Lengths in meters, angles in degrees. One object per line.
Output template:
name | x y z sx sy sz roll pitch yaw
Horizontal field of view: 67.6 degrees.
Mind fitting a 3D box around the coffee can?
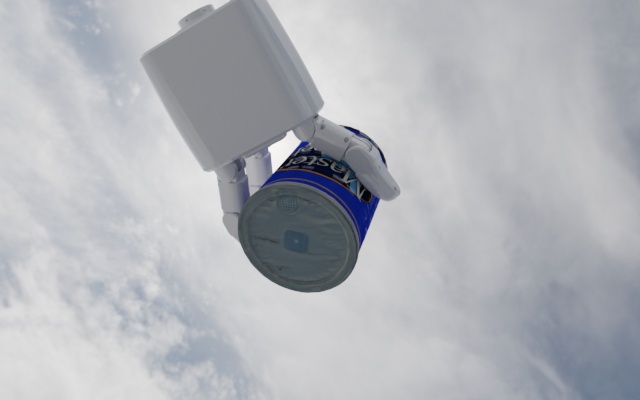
coffee can | 0.000 0.002 0.441 0.103 0.103 0.140 0 28 19
